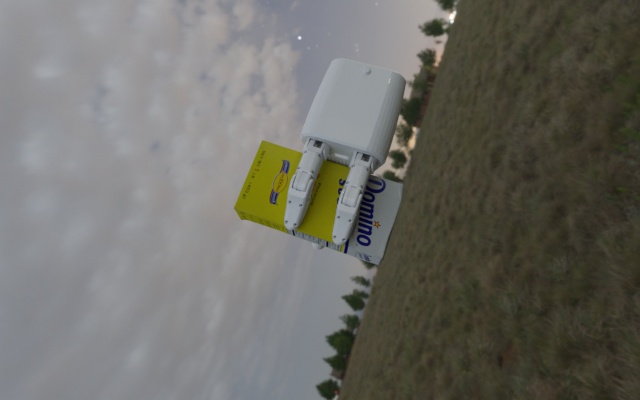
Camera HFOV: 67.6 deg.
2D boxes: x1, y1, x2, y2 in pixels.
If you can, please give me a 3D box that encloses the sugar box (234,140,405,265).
[{"bbox_3d":[0.000,0.001,0.552,0.176,0.093,0.048,17,-17,9],"label":"sugar box"}]
